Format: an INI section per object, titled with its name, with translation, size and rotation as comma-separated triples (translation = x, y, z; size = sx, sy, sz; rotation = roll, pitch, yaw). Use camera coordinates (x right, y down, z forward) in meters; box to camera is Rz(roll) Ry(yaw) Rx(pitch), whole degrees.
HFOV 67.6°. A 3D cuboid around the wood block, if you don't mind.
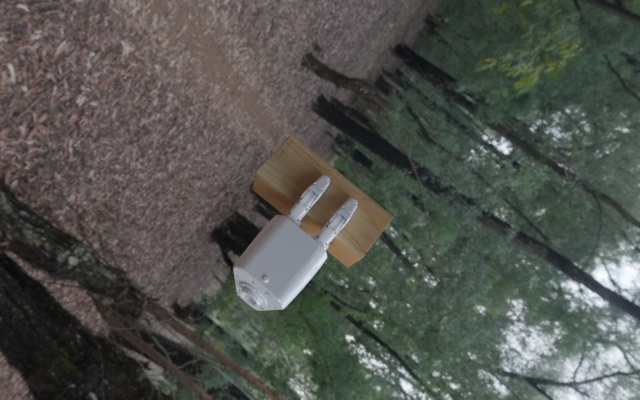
[wood block]
translation = 0.000, 0.003, 0.770
size = 0.206, 0.090, 0.091
rotation = 40, -20, 2
